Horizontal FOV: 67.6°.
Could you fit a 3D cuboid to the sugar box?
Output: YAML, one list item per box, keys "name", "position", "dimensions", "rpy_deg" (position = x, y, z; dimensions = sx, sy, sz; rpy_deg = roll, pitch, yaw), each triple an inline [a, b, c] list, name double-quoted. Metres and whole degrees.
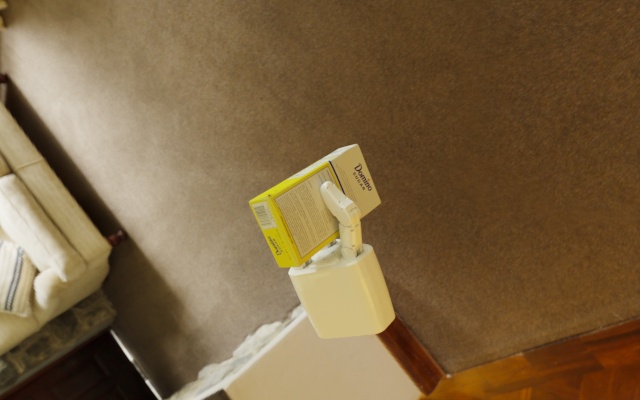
- name: "sugar box"
  position: [0.000, 0.002, 0.614]
  dimensions: [0.048, 0.093, 0.176]
  rpy_deg: [-11, 17, 44]
